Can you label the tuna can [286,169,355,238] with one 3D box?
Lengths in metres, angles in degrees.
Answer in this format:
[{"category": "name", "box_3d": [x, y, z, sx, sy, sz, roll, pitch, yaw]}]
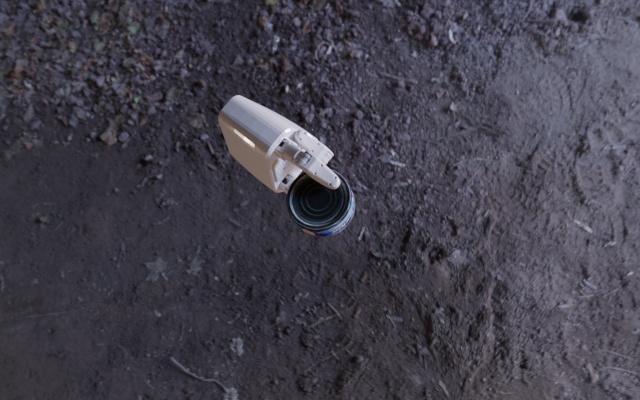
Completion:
[{"category": "tuna can", "box_3d": [0.000, 0.002, 0.610, 0.086, 0.086, 0.034, 0, -19, 11]}]
